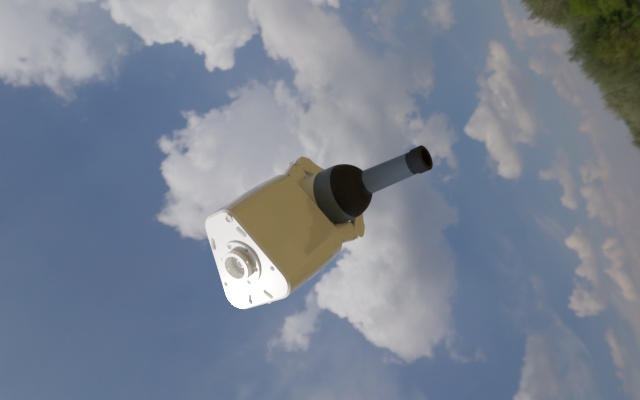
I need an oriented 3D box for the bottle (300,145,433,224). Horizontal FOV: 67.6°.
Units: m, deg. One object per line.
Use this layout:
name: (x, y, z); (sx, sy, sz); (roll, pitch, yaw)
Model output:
bottle: (0.000, 0.002, 0.580); (0.296, 0.069, 0.069); (-23, -14, 36)
